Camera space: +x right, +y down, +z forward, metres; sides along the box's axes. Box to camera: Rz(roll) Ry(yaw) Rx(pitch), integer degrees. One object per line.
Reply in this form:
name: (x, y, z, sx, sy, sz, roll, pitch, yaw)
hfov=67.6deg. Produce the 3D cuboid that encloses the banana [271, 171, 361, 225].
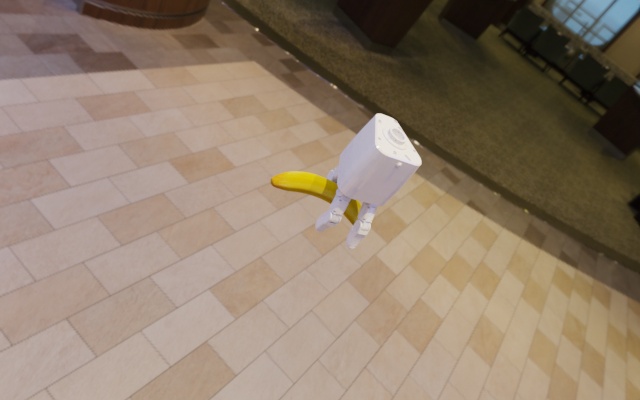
banana: (0.007, -0.009, 0.841, 0.198, 0.069, 0.037, 30, -45, -15)
